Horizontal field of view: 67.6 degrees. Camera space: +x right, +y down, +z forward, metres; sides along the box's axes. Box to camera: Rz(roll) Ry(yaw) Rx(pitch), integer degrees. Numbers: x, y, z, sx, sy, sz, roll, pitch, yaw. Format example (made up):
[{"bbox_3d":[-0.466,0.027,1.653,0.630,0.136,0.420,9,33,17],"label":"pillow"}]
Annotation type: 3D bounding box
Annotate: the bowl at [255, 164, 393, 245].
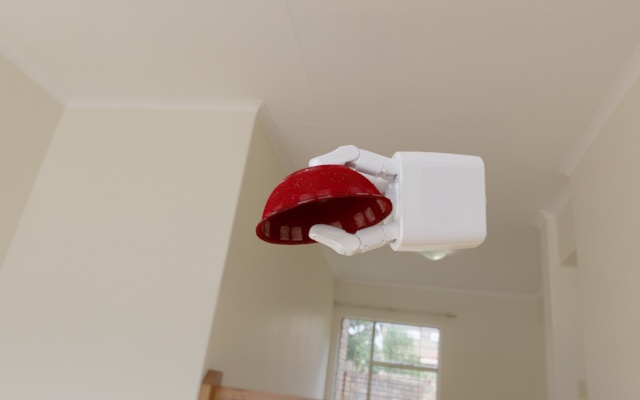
[{"bbox_3d":[-0.001,0.001,0.561,0.162,0.055,0.162,-11,-20,-4],"label":"bowl"}]
